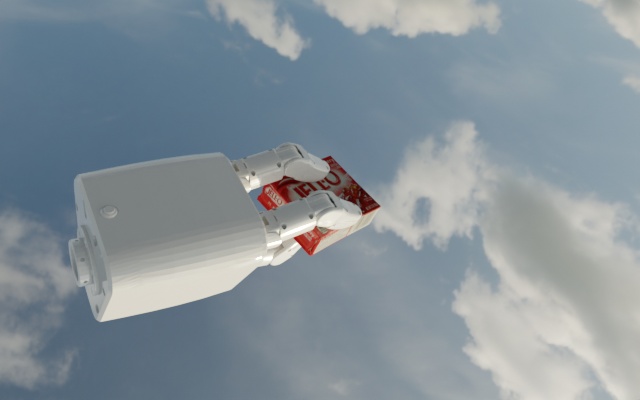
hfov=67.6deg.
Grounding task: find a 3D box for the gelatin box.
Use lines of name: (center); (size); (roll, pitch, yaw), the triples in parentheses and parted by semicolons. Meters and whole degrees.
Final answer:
gelatin box: (0.000, 0.002, 0.432); (0.089, 0.073, 0.030); (-23, -28, -44)
